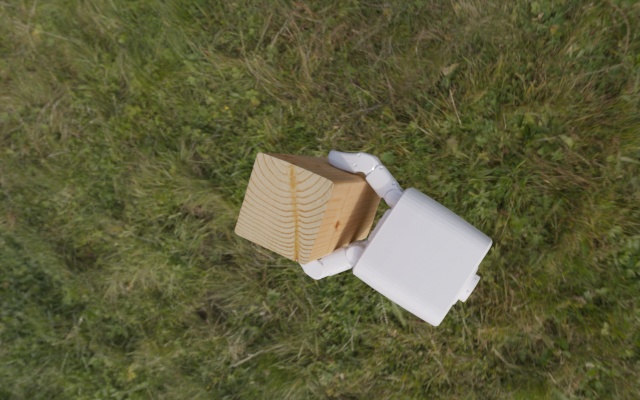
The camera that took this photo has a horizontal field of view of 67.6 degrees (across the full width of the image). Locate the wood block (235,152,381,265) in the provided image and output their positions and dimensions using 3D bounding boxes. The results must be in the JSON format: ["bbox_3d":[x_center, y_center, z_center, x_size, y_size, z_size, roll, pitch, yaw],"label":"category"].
[{"bbox_3d":[0.000,0.002,0.566,0.090,0.091,0.206,22,11,19],"label":"wood block"}]
